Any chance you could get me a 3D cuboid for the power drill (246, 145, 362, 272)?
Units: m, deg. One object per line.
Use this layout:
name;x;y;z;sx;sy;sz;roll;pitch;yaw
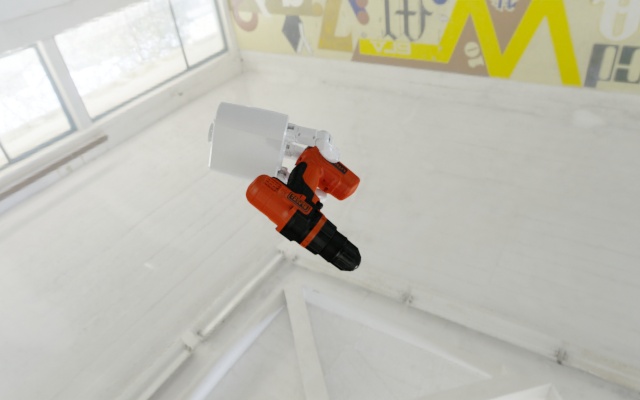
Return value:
power drill;0.000;0.002;0.703;0.184;0.057;0.187;39;31;-3
